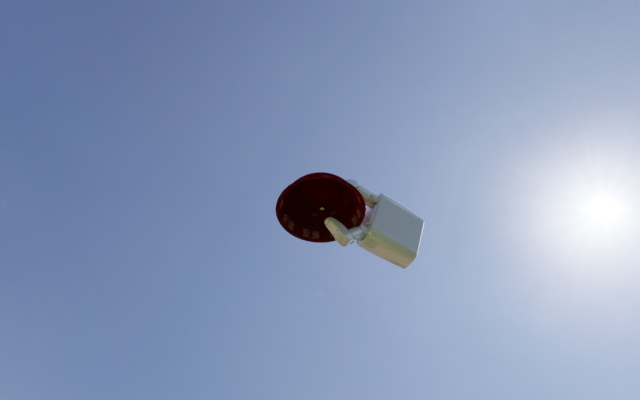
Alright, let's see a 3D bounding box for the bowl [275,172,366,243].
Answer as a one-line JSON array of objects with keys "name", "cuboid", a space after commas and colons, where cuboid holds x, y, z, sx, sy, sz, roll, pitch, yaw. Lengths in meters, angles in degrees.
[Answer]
[{"name": "bowl", "cuboid": [-0.001, 0.002, 0.870, 0.162, 0.162, 0.055, 0, 42, -1]}]
